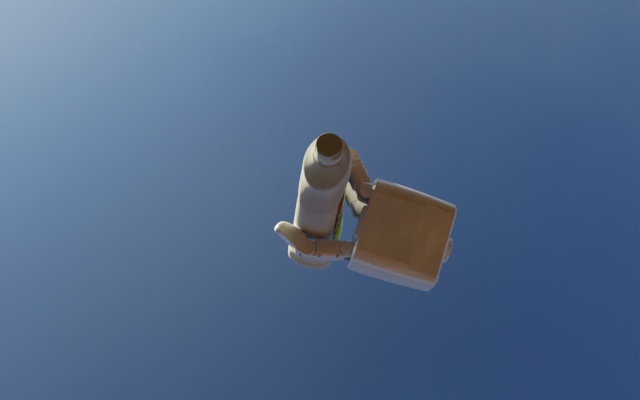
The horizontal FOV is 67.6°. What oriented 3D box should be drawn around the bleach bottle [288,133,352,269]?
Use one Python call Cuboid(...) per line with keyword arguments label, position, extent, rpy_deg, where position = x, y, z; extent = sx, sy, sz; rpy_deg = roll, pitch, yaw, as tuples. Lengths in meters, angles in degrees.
Cuboid(label="bleach bottle", position=(0.000, 0.002, 0.596), extent=(0.068, 0.102, 0.251), rpy_deg=(17, -24, 4))
